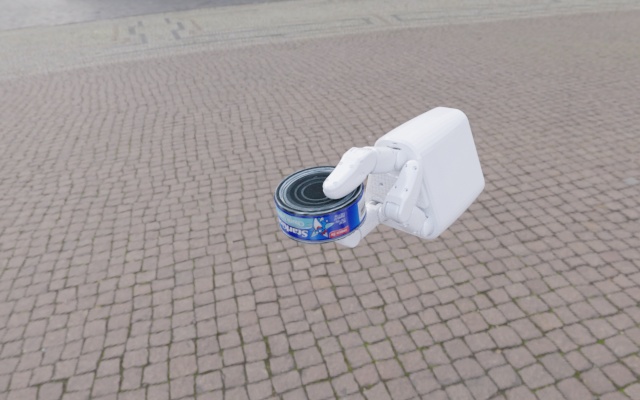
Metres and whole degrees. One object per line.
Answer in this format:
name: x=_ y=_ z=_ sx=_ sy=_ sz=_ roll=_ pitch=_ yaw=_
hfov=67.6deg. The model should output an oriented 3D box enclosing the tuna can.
tuna can: x=0.000 y=0.001 z=0.452 sx=0.086 sy=0.034 sz=0.086 roll=-6 pitch=34 yaw=4
